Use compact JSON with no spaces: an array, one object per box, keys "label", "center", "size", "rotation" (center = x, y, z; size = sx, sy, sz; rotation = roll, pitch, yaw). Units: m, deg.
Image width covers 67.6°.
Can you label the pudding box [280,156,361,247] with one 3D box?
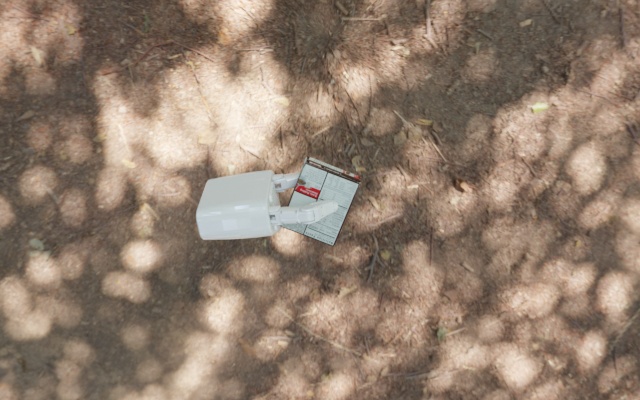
[{"label":"pudding box","center":[0.000,0.002,0.718],"size":[0.090,0.113,0.039],"rotation":[21,19,-3]}]
